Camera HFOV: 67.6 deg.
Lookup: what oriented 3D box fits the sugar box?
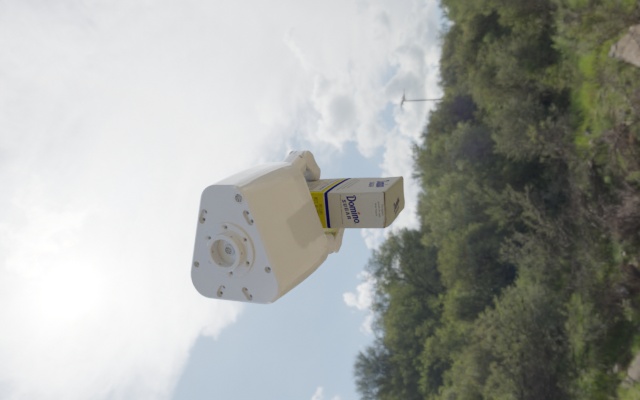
[{"bbox_3d":[0.000,0.002,0.544,0.176,0.048,0.093,2,14,22],"label":"sugar box"}]
